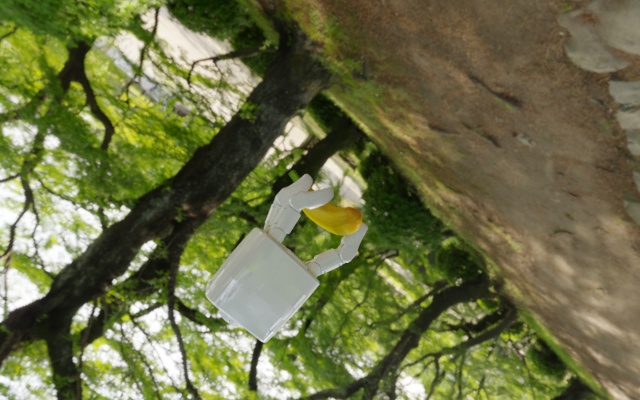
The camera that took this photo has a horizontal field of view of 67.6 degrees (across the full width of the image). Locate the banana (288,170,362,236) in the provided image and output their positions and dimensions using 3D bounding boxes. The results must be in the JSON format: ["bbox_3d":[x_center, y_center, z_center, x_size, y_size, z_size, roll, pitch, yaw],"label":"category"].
[{"bbox_3d":[0.008,0.014,0.667,0.037,0.070,0.197,-42,33,-11],"label":"banana"}]
